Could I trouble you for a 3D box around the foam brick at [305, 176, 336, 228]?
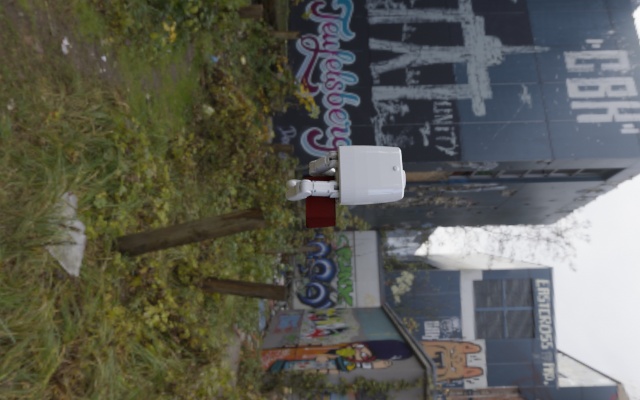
[{"bbox_3d":[0.000,0.003,0.816,0.051,0.078,0.053,-1,-20,-1],"label":"foam brick"}]
